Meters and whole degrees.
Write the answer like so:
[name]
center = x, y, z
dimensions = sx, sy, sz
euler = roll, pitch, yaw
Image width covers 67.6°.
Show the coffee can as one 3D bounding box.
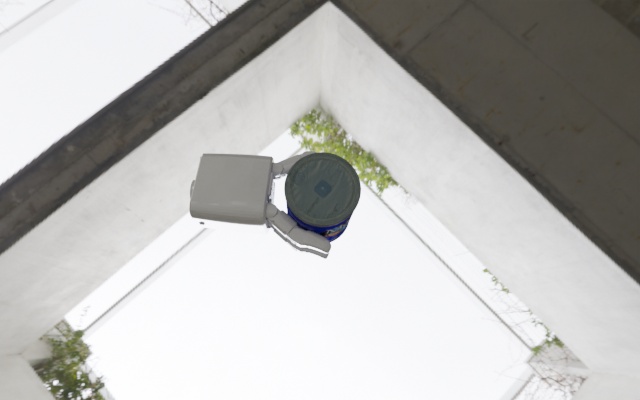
[coffee can]
center = 0.000, 0.002, 0.699
dimensions = 0.103, 0.102, 0.140
euler = 0, -16, -2
